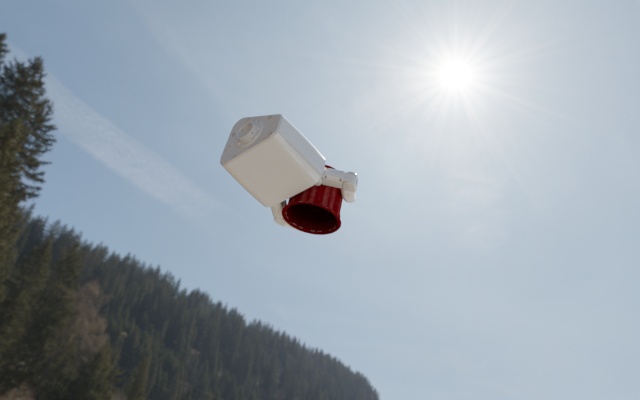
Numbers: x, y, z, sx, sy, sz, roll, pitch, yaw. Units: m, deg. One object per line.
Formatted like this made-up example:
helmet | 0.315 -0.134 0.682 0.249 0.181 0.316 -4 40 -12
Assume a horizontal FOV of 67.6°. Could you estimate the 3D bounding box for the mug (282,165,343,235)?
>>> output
mug | 0.001 0.003 0.757 0.093 0.081 0.117 -11 -40 33
